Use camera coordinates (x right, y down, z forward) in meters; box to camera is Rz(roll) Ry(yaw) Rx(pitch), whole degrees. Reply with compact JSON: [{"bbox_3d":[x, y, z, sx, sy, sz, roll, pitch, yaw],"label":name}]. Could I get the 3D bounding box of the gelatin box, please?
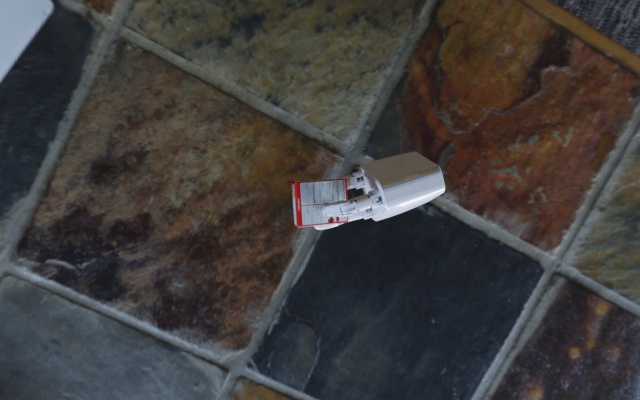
[{"bbox_3d":[0.000,0.003,0.783,0.089,0.073,0.030,-5,6,-15],"label":"gelatin box"}]
